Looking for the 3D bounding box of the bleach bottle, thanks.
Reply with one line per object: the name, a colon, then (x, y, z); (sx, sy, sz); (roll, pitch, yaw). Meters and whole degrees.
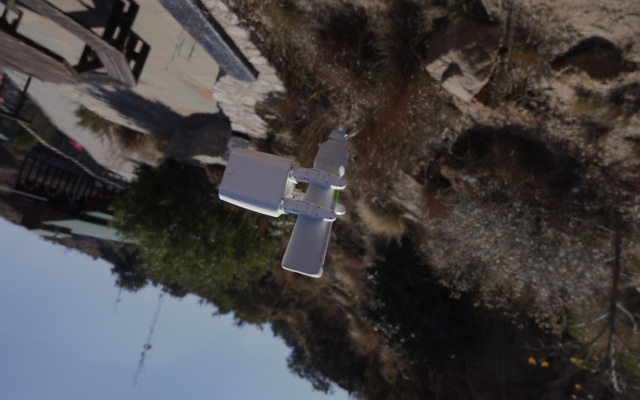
bleach bottle: (0.000, 0.003, 0.823); (0.068, 0.251, 0.102); (15, -8, 6)
